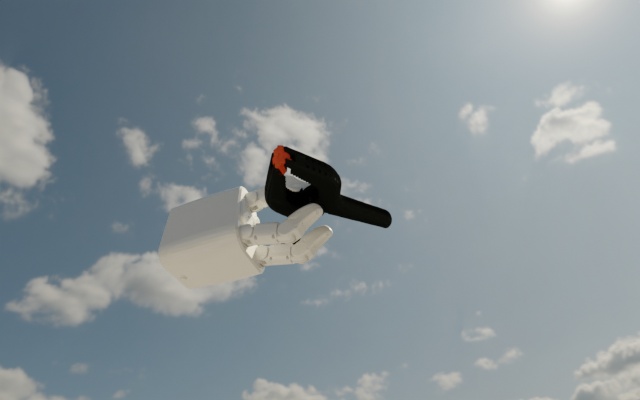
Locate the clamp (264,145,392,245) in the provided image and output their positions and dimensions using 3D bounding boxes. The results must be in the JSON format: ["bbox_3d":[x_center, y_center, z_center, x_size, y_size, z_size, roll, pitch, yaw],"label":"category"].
[{"bbox_3d":[0.000,0.001,0.603,0.164,0.036,0.210,-16,-37,6],"label":"clamp"}]
